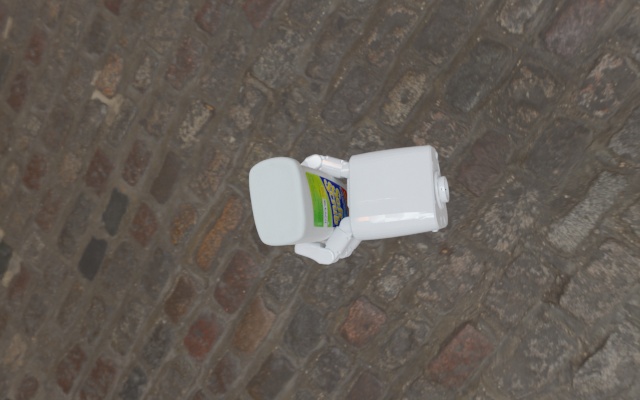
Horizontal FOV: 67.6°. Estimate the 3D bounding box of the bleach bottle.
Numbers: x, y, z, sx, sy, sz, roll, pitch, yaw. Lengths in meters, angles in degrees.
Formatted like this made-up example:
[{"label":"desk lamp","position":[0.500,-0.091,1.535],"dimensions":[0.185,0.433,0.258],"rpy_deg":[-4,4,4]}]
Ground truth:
[{"label":"bleach bottle","position":[0.000,0.002,0.645],"dimensions":[0.068,0.102,0.251],"rpy_deg":[-10,-3,23]}]
